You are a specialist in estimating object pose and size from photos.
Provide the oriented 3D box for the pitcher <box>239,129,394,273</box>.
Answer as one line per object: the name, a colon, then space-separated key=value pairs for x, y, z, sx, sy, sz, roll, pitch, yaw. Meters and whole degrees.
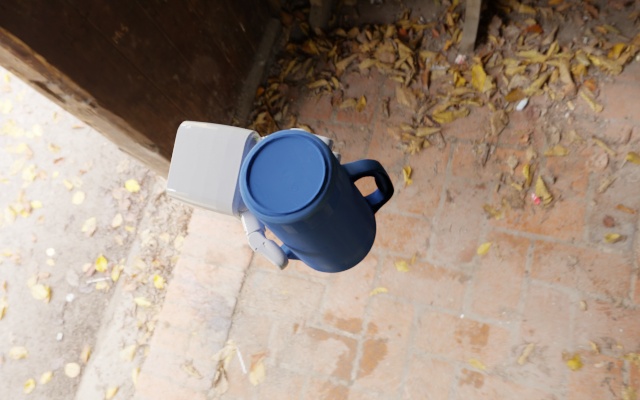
pitcher: x=0.000 y=0.002 z=0.605 sx=0.145 sy=0.149 sz=0.243 roll=15 pitch=-13 yaw=18
